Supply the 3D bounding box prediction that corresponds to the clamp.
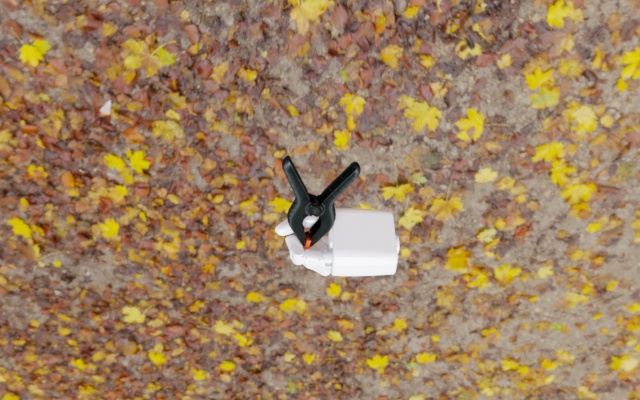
[{"bbox_3d":[0.000,0.003,0.761,0.120,0.172,0.039,0,37,-2],"label":"clamp"}]
